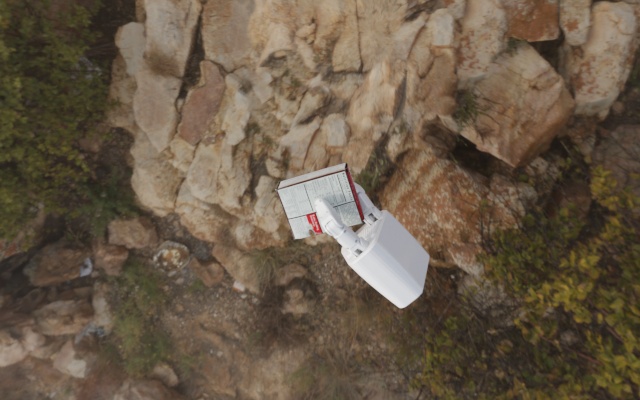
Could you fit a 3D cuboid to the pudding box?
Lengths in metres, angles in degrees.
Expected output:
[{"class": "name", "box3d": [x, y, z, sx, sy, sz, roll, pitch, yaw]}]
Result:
[{"class": "pudding box", "box3d": [0.000, 0.002, 0.715, 0.113, 0.090, 0.039, -15, 18, 10]}]
